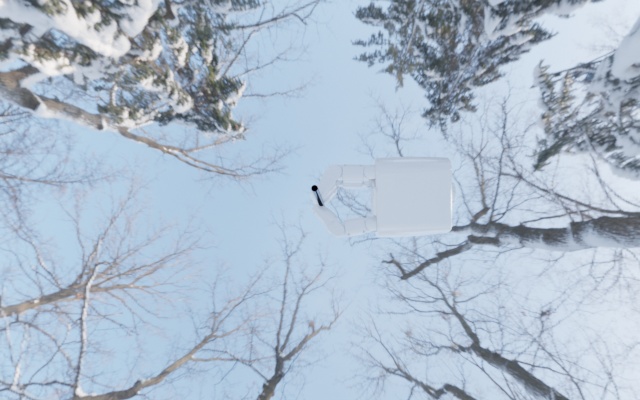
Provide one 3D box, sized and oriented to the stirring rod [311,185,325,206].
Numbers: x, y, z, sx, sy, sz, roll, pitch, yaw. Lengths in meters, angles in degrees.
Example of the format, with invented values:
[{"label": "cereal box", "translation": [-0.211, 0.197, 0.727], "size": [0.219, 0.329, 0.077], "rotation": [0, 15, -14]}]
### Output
[{"label": "stirring rod", "translation": [0.000, 0.002, 0.675], "size": [0.011, 0.011, 0.239], "rotation": [0, -8, 3]}]
